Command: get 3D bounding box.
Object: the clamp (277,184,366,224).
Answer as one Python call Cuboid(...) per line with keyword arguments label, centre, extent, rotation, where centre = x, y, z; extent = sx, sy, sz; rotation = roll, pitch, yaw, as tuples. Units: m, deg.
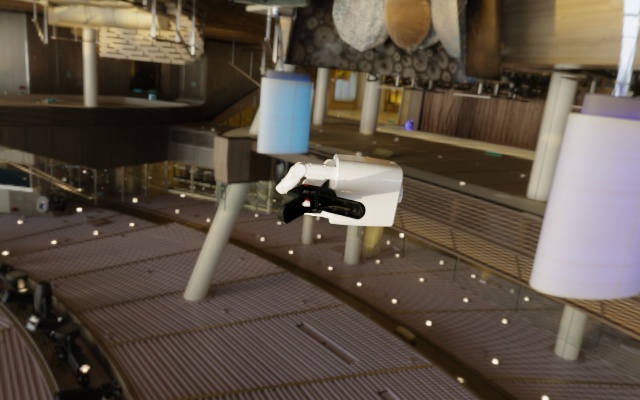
Cuboid(label="clamp", centre=(0.000, 0.003, 0.707), extent=(0.120, 0.039, 0.171), rotation=(5, 14, -3))
